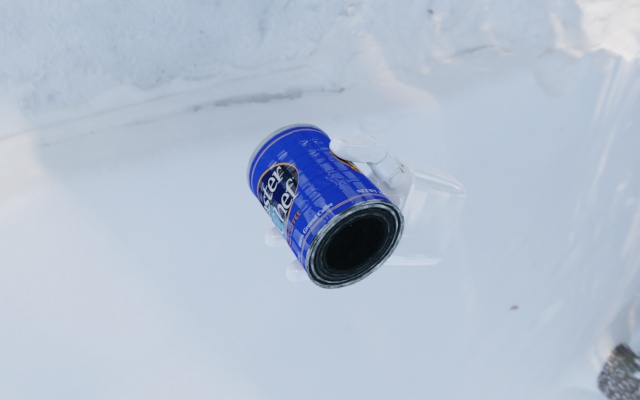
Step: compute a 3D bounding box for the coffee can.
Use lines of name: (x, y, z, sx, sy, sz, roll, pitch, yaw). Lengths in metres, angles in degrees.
coffee can: (0.000, 0.001, 0.472, 0.103, 0.103, 0.140, 0, 36, -35)
